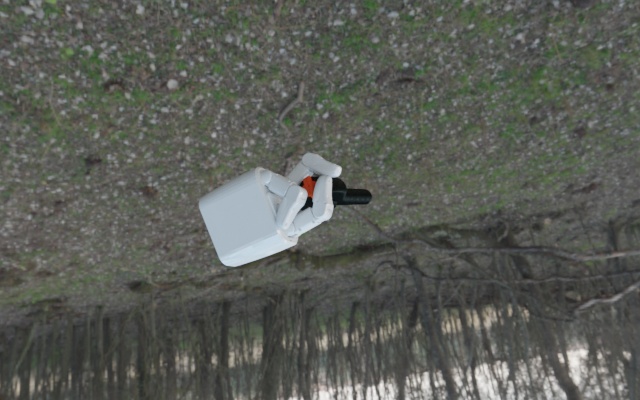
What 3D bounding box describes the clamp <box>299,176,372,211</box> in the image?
[{"bbox_3d":[0.000,0.003,0.731,0.120,0.039,0.171,-31,-23,17],"label":"clamp"}]
